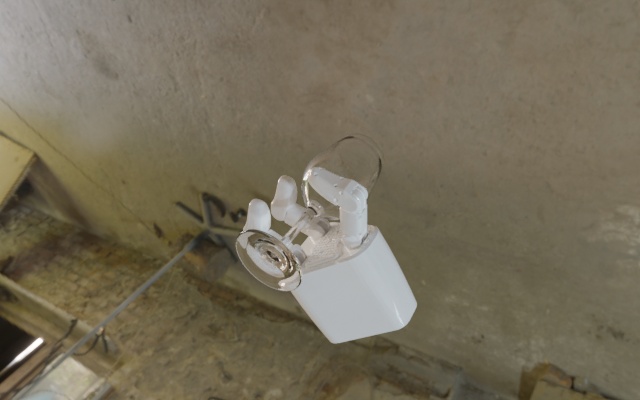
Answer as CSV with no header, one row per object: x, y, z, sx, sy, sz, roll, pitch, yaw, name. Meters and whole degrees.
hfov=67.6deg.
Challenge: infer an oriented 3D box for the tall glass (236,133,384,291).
0.000,0.002,0.510,0.079,0.079,0.201,0,34,37,tall glass
